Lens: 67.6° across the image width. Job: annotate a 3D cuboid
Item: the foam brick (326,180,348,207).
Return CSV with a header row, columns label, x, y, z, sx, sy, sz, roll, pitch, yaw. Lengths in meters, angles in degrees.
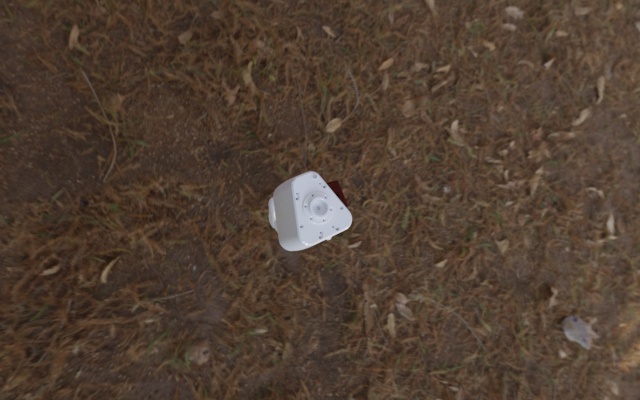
label,x,y,z,sx,sy,sz,roll,pitch,yaw
foam brick,0.000,0.003,0.857,0.078,0.053,0.051,-24,5,-21
